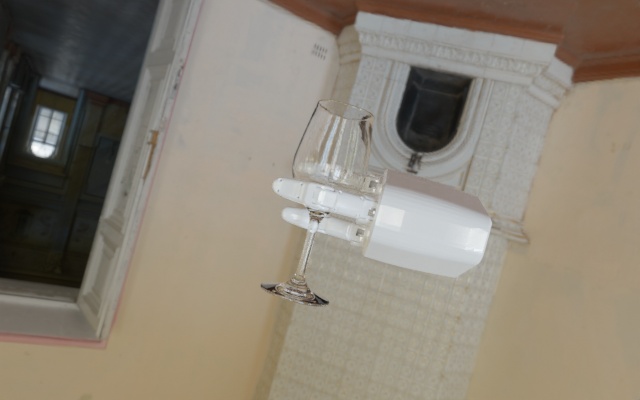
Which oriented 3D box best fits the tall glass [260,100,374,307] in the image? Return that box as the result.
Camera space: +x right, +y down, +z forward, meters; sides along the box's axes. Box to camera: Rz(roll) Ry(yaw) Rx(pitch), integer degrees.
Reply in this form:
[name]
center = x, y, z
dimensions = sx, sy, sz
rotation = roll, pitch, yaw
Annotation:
[tall glass]
center = 0.000, 0.002, 0.495
dimensions = 0.079, 0.201, 0.079
rotation = 15, 0, 0
